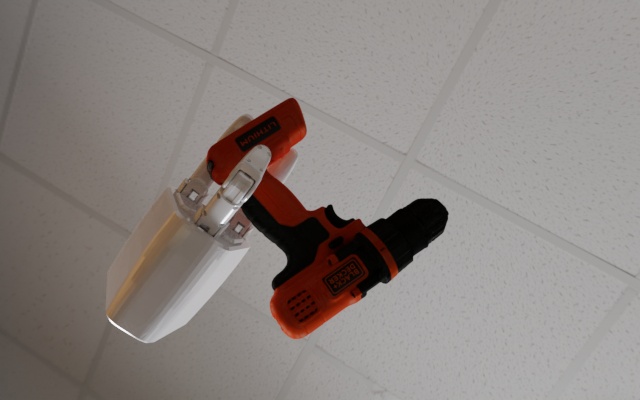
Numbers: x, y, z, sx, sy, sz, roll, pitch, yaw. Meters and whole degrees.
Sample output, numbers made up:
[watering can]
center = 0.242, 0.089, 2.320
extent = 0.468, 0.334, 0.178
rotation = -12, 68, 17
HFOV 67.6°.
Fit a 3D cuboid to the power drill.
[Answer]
[power drill]
center = 0.000, 0.001, 0.435
extent = 0.184, 0.187, 0.057
rotation = -33, -11, -14
